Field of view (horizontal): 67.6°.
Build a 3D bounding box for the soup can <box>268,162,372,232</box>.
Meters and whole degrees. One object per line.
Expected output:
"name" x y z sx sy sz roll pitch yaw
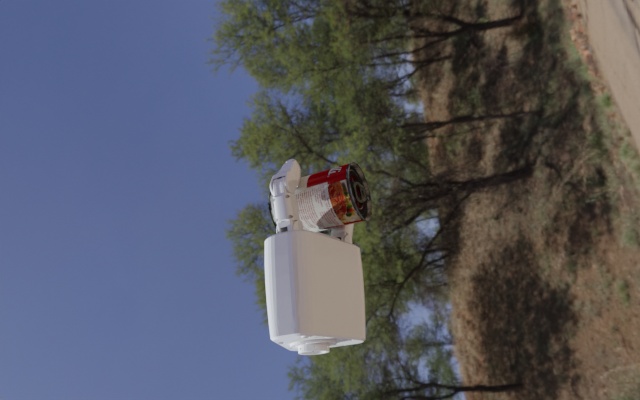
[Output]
"soup can" 0.000 0.001 0.550 0.102 0.068 0.068 -15 -6 22
